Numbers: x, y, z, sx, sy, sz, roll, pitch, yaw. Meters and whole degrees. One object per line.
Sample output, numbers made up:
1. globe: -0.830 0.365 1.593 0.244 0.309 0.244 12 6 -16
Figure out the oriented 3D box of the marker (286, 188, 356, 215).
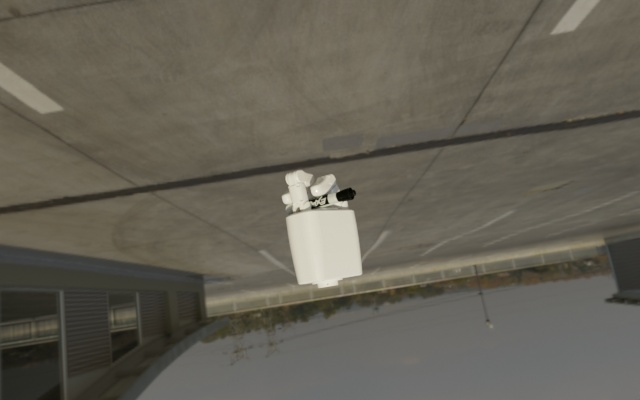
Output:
1. marker: 0.000 0.002 0.729 0.121 0.020 0.020 -15 -8 31
